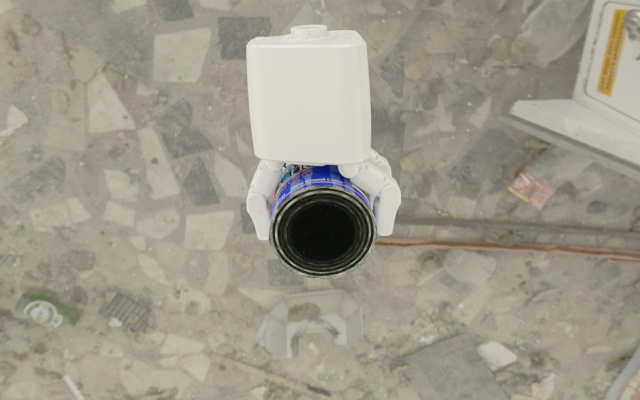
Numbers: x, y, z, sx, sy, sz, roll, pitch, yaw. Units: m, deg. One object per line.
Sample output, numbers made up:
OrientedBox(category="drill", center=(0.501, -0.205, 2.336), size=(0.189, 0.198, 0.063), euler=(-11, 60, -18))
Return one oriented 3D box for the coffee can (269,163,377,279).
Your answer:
OrientedBox(category="coffee can", center=(0.000, 0.002, 0.510), size=(0.103, 0.103, 0.140), euler=(0, 27, -2))
